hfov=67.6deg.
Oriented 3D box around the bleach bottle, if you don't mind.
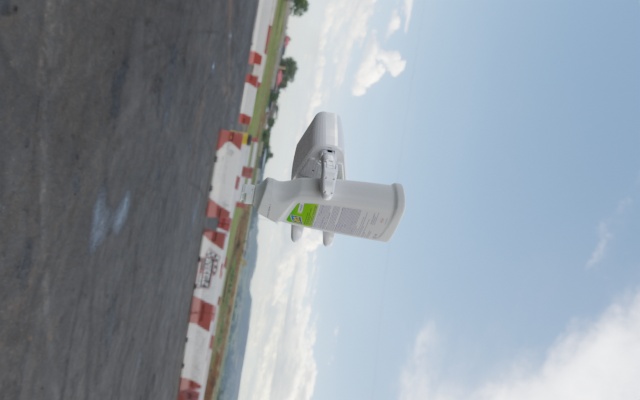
[{"bbox_3d":[0.000,0.003,0.761,0.251,0.103,0.068,10,43,-8],"label":"bleach bottle"}]
